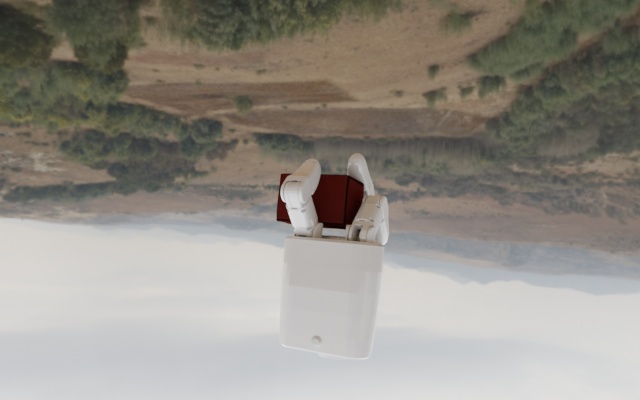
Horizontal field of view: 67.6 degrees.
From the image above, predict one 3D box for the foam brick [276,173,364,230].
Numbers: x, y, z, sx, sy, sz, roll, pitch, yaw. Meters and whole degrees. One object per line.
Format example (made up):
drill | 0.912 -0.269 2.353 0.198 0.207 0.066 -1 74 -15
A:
foam brick | 0.000 0.002 0.500 0.078 0.051 0.053 3 -7 24
